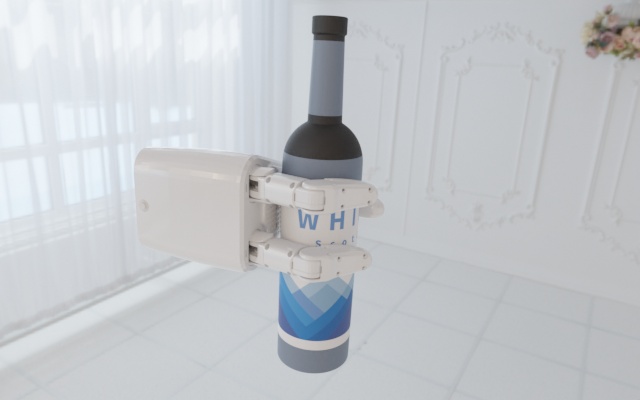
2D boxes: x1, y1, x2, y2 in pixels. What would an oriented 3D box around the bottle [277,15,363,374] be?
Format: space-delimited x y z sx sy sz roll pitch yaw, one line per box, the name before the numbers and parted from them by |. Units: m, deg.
bottle | 0.000 0.002 0.405 0.069 0.296 0.069 3 17 -1
